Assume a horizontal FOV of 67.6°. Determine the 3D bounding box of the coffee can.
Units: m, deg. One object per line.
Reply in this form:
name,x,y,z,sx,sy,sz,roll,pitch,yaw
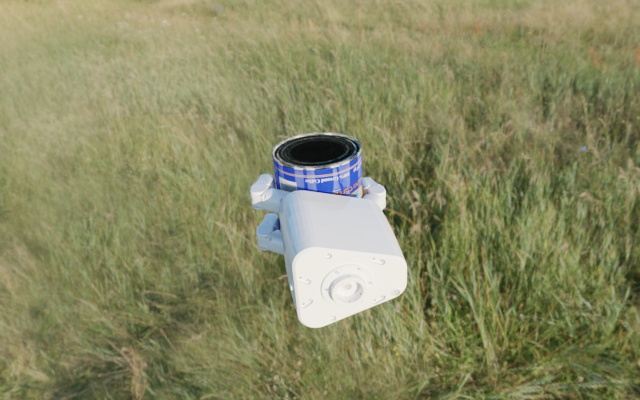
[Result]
coffee can,0.000,0.002,0.573,0.103,0.140,0.102,-3,29,2
